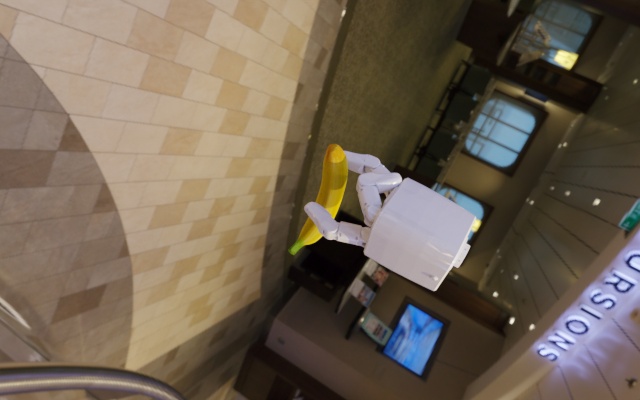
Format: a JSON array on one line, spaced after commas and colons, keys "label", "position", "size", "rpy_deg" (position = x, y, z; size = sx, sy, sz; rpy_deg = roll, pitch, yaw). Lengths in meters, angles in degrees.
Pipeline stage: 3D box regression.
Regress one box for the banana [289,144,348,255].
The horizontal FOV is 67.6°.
[{"label": "banana", "position": [0.008, -0.002, 0.692], "size": [0.037, 0.198, 0.069], "rpy_deg": [29, 34, 14]}]
